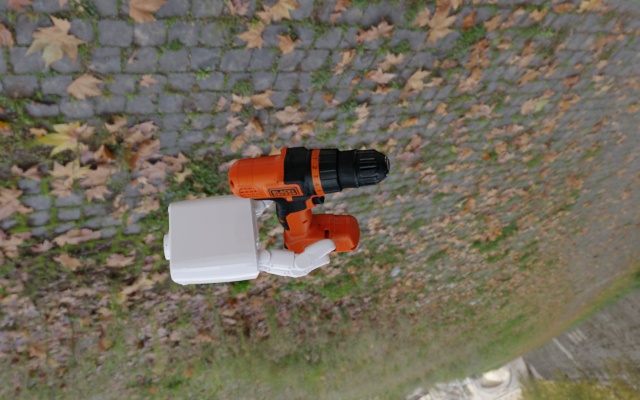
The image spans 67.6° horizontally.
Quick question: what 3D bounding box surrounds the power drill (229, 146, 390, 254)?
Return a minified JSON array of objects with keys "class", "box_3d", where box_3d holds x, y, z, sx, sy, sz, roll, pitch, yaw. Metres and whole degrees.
[{"class":"power drill","box_3d":[0.000,0.002,0.598,0.184,0.057,0.188,-3,-33,13]}]
